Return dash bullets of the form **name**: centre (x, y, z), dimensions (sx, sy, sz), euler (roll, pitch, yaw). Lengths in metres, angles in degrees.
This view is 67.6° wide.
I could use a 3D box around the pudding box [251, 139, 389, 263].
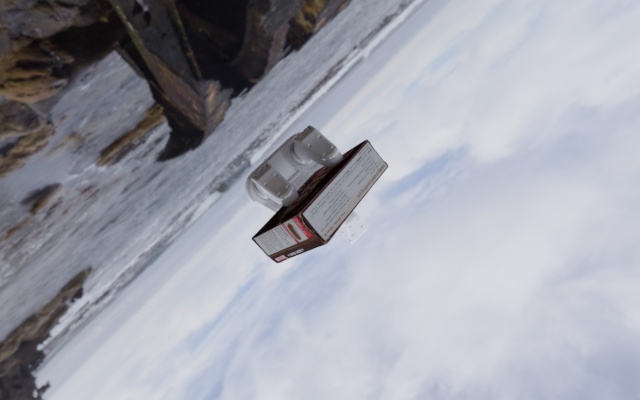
- **pudding box**: centre (0.000, 0.002, 0.438), dimensions (0.090, 0.039, 0.113), euler (-30, 17, 53)
